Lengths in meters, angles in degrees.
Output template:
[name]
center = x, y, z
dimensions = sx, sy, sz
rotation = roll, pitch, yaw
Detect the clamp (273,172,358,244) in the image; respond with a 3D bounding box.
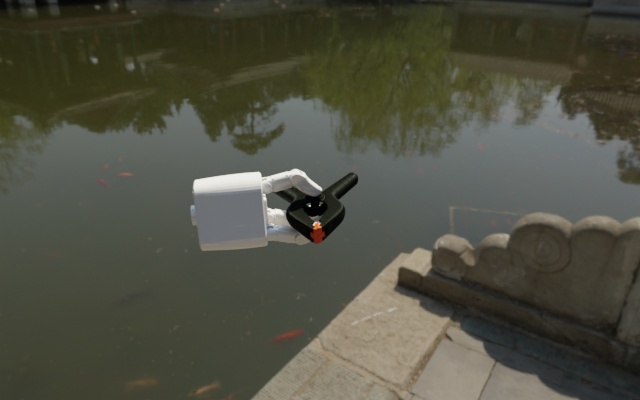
[clamp]
center = 0.000, 0.002, 0.792
dimensions = 0.164, 0.036, 0.210
rotation = -8, 28, -7
